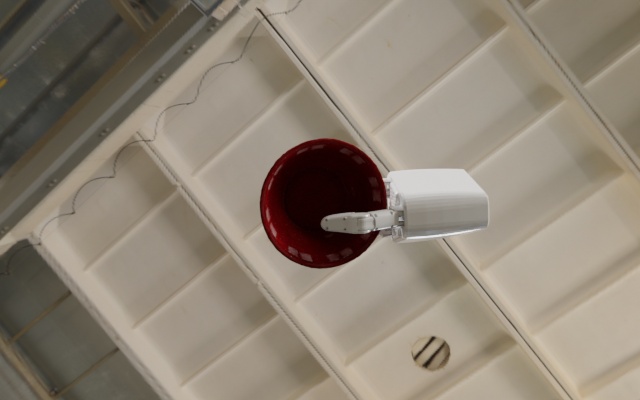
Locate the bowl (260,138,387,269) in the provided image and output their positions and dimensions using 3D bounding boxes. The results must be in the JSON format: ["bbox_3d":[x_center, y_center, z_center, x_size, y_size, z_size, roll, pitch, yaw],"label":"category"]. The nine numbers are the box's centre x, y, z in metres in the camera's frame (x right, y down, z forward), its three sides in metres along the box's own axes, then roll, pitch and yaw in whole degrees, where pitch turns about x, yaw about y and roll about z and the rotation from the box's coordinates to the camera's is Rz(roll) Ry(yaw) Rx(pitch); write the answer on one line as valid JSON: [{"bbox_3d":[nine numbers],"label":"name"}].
[{"bbox_3d":[-0.001,0.002,0.609,0.162,0.162,0.055,0,8,-14],"label":"bowl"}]
